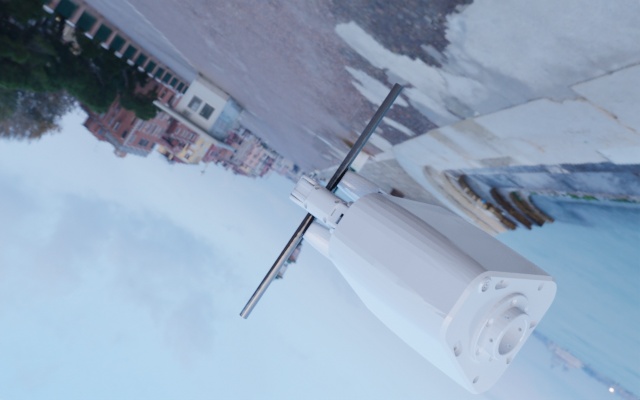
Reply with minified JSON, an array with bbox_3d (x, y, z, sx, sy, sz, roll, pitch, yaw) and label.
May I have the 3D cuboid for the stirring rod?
[{"bbox_3d":[0.000,0.001,0.412,0.011,0.239,0.011,34,2,-1],"label":"stirring rod"}]
